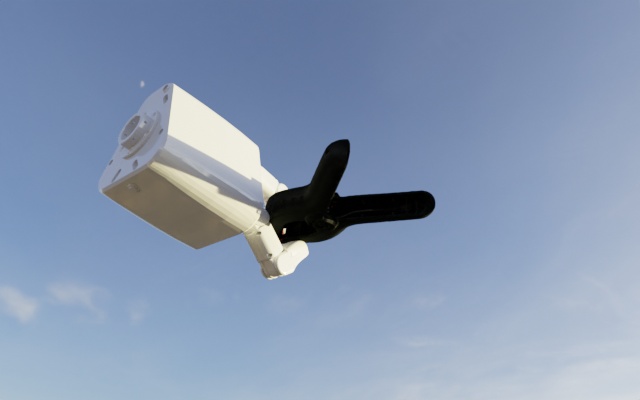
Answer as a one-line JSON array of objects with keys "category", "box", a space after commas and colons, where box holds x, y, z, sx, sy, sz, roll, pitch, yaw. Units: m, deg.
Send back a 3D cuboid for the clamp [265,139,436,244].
[{"category": "clamp", "box": [0.000, 0.001, 0.424, 0.171, 0.039, 0.120, -20, -43, 33]}]
